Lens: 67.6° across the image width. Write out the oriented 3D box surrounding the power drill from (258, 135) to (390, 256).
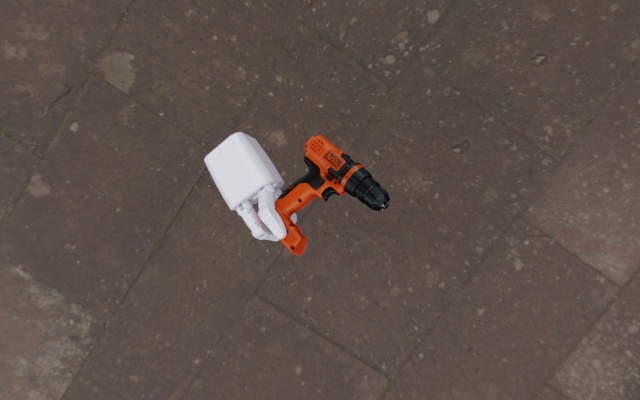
[{"bbox_3d":[0.000,0.003,0.816,0.184,0.187,0.057,43,-2,24],"label":"power drill"}]
